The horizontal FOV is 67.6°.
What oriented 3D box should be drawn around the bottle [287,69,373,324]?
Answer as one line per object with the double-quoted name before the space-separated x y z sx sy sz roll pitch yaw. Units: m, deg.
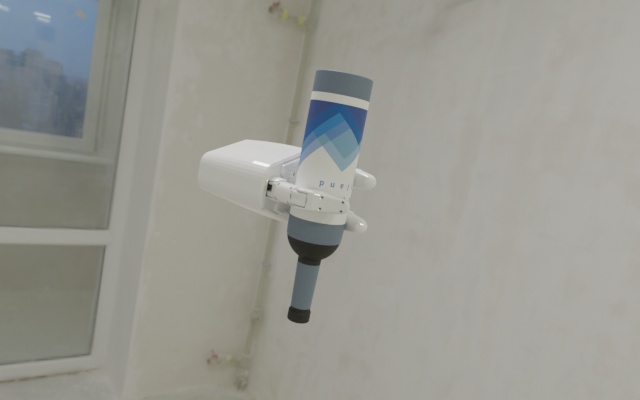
"bottle" 0.000 0.002 0.562 0.069 0.296 0.069 11 8 -1
